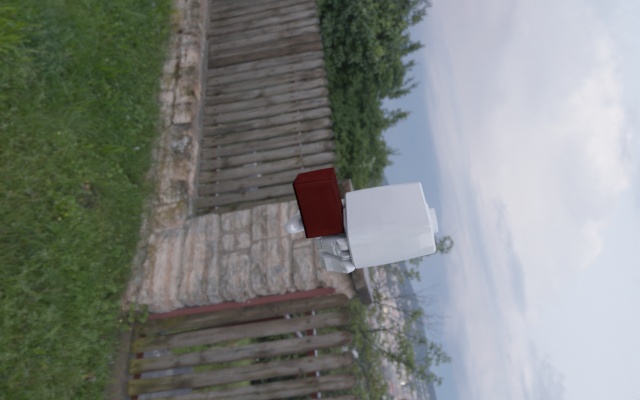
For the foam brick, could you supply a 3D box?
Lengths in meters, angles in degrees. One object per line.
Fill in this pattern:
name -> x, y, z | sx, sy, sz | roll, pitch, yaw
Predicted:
foam brick -> 0.000, 0.002, 0.628 | 0.051, 0.078, 0.053 | -10, 19, 10
